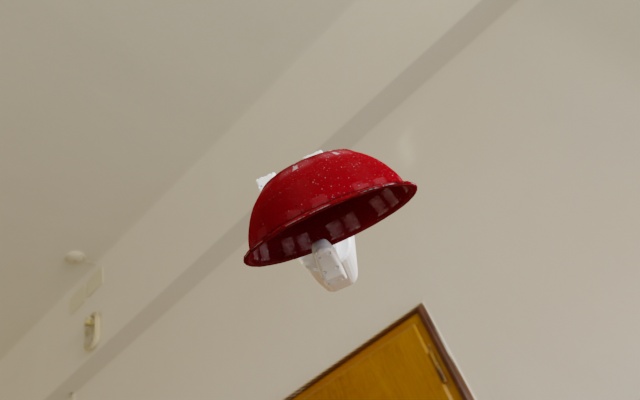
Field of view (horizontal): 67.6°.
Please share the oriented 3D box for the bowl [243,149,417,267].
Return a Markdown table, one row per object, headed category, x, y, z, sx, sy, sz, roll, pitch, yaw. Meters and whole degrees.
| category | x | y | z | sx | sy | sz | roll | pitch | yaw |
| --- | --- | --- | --- | --- | --- | --- | --- | --- | --- |
| bowl | 0.000 | 0.001 | 0.419 | 0.162 | 0.055 | 0.162 | -22 | -14 | -6 |
